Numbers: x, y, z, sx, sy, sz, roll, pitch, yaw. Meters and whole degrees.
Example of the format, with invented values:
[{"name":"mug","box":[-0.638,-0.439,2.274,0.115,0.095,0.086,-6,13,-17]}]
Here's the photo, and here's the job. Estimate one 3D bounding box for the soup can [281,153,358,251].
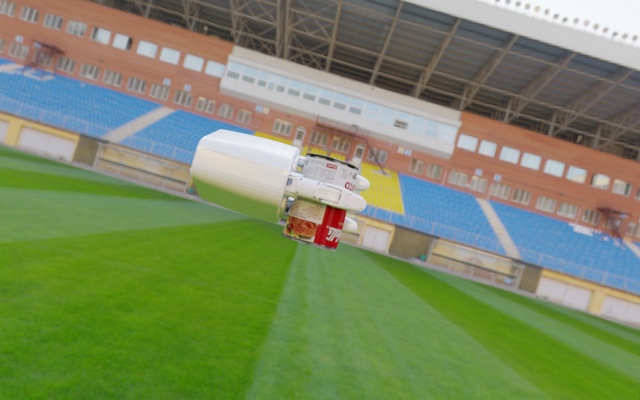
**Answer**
[{"name":"soup can","box":[0.001,0.002,0.567,0.068,0.102,0.068,16,-2,0]}]
